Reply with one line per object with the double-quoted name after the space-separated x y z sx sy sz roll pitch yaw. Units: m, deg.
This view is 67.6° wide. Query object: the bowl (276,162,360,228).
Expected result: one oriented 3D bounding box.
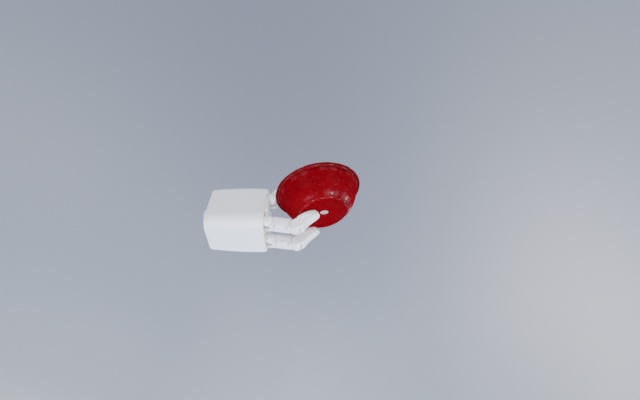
0.001 0.003 0.884 0.162 0.055 0.162 -9 -37 -7 "bowl"
